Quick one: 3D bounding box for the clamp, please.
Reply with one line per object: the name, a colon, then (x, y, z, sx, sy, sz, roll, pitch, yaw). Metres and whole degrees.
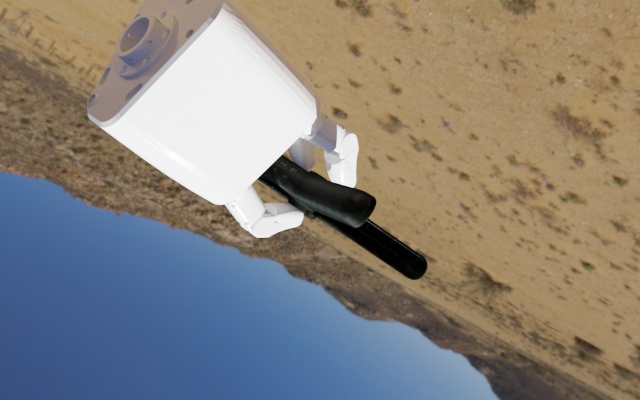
clamp: (-0.001, 0.002, 0.436, 0.210, 0.036, 0.165, 30, -8, 40)
